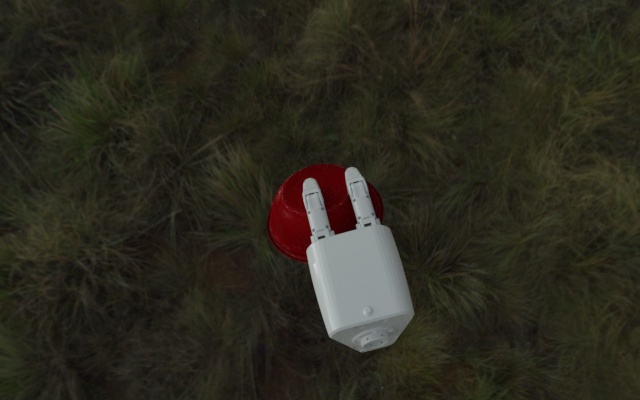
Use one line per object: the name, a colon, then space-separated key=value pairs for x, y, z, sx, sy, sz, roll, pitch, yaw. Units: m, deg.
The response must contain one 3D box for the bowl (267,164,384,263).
bowl: x=-0.001 y=0.001 z=0.630 sx=0.162 sy=0.162 sz=0.055 roll=0 pitch=-42 yaw=16
